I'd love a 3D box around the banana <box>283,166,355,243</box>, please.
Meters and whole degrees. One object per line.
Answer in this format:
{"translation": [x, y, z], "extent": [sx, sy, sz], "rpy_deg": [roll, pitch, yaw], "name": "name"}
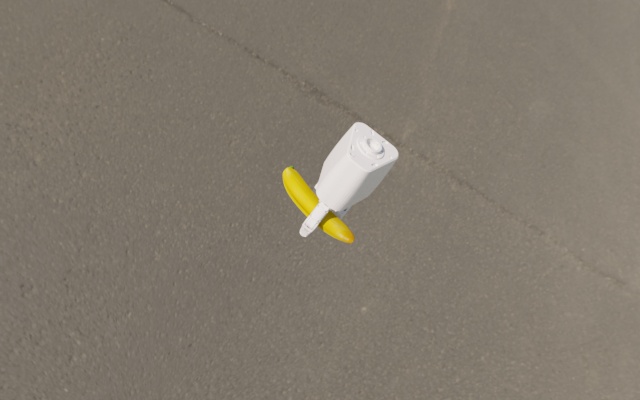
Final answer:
{"translation": [-0.013, 0.002, 0.863], "extent": [0.069, 0.197, 0.037], "rpy_deg": [-10, -35, -52], "name": "banana"}
